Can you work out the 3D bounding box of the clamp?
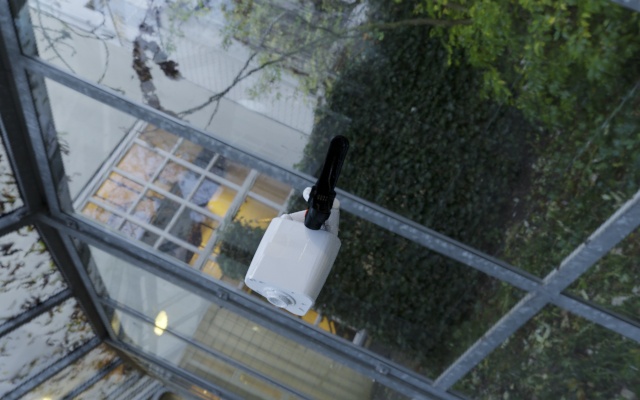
[{"bbox_3d":[0.000,0.002,0.656,0.039,0.120,0.172,21,-31,2],"label":"clamp"}]
